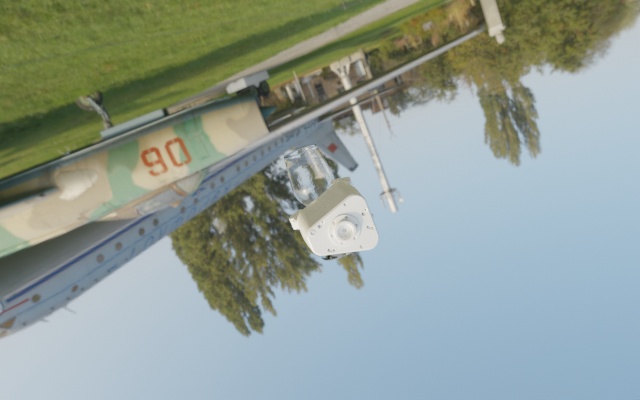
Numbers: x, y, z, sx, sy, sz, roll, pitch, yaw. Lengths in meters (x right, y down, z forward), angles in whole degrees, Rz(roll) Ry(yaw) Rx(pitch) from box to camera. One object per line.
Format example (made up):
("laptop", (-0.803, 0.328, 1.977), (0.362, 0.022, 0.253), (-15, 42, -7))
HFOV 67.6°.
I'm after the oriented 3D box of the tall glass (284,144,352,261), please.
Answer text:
("tall glass", (0.000, 0.003, 0.858), (0.079, 0.201, 0.079), (-21, 13, 5))
